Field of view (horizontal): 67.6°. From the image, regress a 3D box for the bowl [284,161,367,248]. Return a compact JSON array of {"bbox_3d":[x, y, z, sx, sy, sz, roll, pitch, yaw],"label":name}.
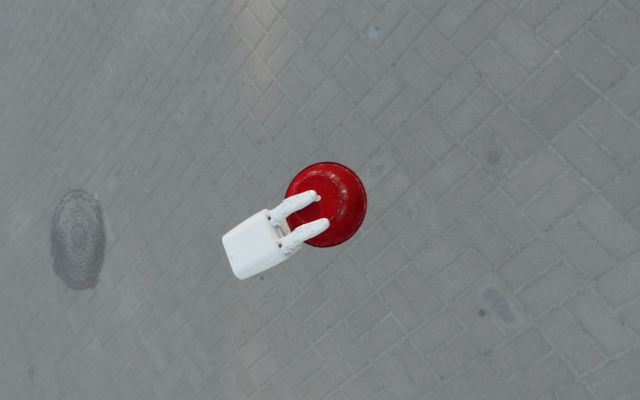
[{"bbox_3d":[0.001,0.002,0.858,0.162,0.162,0.055,0,-9,17],"label":"bowl"}]
